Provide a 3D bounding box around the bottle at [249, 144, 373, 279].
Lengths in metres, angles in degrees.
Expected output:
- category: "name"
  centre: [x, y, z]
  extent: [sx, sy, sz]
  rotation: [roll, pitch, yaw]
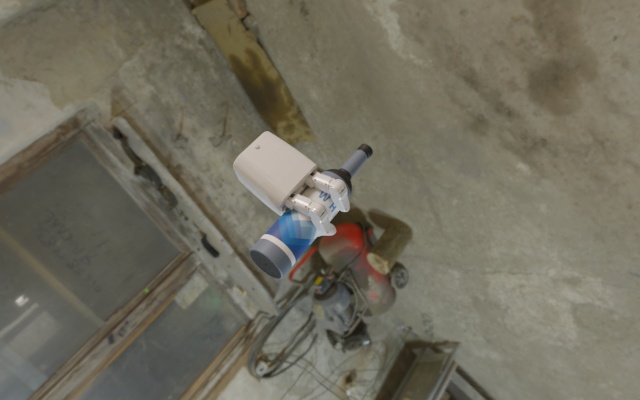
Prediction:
- category: "bottle"
  centre: [0.000, 0.003, 0.808]
  extent: [0.069, 0.069, 0.295]
  rotation: [0, 41, 50]
